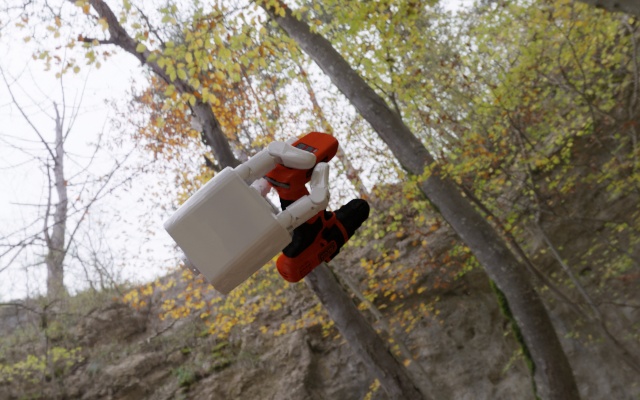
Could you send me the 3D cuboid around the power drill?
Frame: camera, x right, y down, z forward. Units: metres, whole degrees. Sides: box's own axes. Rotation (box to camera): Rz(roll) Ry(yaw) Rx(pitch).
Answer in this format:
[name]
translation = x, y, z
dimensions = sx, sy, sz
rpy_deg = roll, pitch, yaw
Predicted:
[power drill]
translation = 0.000, 0.002, 0.671
dimensions = 0.057, 0.188, 0.184
rpy_deg = 22, 49, 37
